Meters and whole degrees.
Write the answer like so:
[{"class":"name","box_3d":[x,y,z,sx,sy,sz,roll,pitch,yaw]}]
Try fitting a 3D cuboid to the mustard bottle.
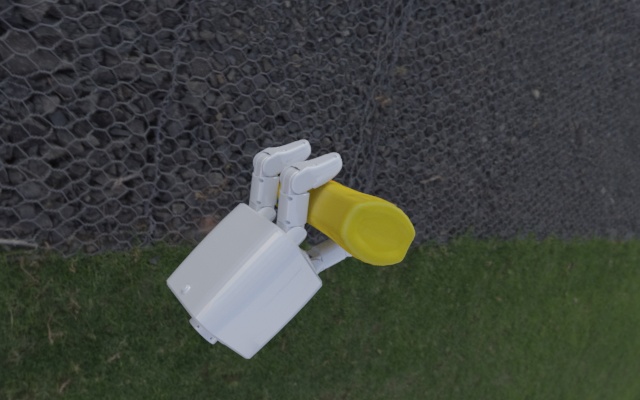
[{"class":"mustard bottle","box_3d":[0.000,0.001,0.492,0.096,0.058,0.191,23,3,-41]}]
